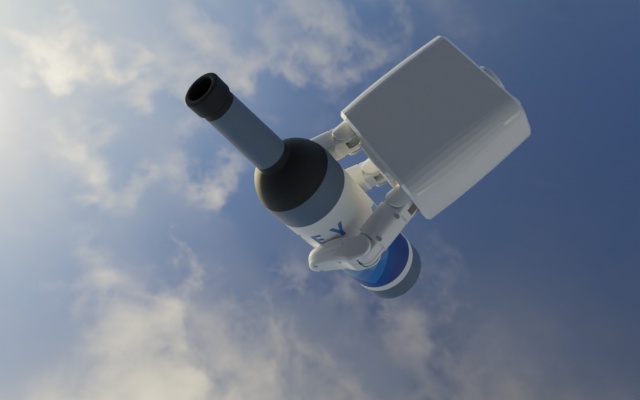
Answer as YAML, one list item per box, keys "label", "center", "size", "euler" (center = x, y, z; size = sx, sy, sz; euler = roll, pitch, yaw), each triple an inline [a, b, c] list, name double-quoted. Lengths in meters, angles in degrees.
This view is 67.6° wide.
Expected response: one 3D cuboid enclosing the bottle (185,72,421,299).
- label: "bottle"
  center: [0.000, 0.002, 0.404]
  size: [0.069, 0.069, 0.296]
  euler: [0, -29, 36]
